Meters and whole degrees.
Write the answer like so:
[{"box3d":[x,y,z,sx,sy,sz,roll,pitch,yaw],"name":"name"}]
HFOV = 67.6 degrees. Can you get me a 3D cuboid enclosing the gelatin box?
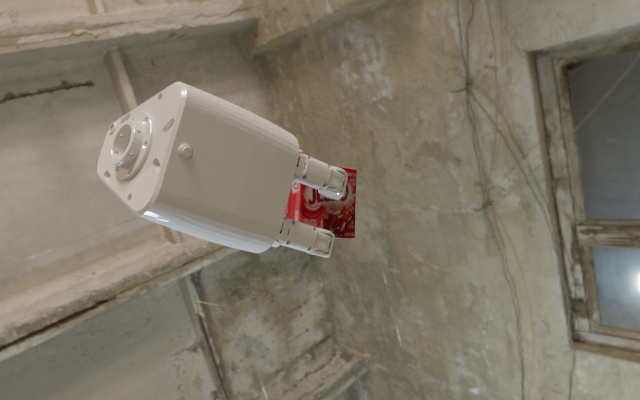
[{"box3d":[0.000,0.002,0.474,0.030,0.073,0.089,0,-3,40],"name":"gelatin box"}]
